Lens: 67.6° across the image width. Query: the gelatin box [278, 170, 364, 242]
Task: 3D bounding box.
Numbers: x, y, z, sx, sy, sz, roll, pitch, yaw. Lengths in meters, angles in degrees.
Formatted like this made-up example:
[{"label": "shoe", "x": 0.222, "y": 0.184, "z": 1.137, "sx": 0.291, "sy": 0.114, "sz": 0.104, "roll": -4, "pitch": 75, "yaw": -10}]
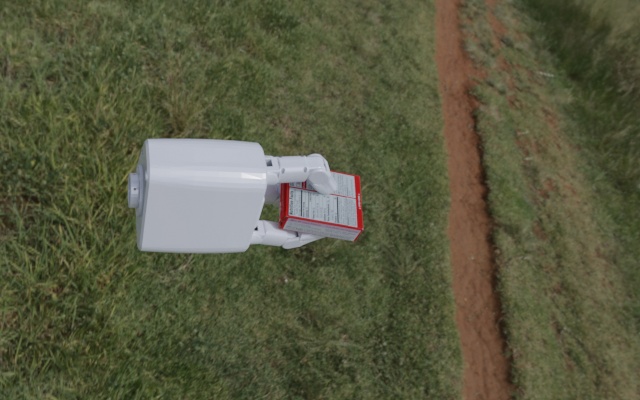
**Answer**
[{"label": "gelatin box", "x": 0.001, "y": 0.002, "z": 0.522, "sx": 0.089, "sy": 0.073, "sz": 0.030, "roll": 10, "pitch": -37, "yaw": -15}]
